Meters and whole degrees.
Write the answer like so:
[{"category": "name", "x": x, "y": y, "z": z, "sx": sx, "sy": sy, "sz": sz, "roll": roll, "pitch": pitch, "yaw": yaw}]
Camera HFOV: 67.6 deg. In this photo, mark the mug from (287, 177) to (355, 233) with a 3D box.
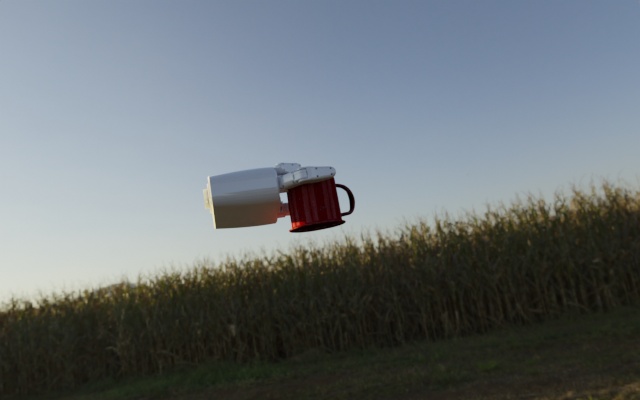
[{"category": "mug", "x": 0.001, "y": 0.002, "z": 0.778, "sx": 0.117, "sy": 0.081, "sz": 0.093, "roll": -7, "pitch": -10, "yaw": -14}]
